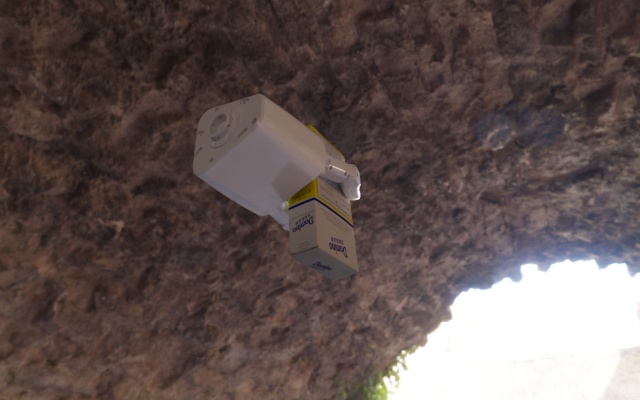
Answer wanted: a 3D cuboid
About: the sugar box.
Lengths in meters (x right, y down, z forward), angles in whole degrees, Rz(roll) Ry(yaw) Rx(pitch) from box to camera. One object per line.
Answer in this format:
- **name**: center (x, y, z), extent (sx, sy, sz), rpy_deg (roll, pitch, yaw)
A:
- **sugar box**: center (0.000, 0.002, 0.599), extent (0.048, 0.176, 0.093), rpy_deg (-20, -36, 28)
